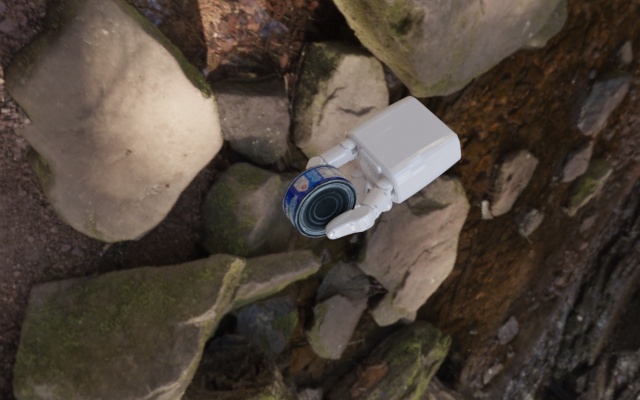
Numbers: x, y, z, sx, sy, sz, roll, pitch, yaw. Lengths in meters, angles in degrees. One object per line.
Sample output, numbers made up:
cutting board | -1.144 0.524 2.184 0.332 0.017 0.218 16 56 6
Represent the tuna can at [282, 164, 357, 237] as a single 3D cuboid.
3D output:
tuna can | 0.000 0.002 0.570 0.086 0.086 0.033 0 34 -35
